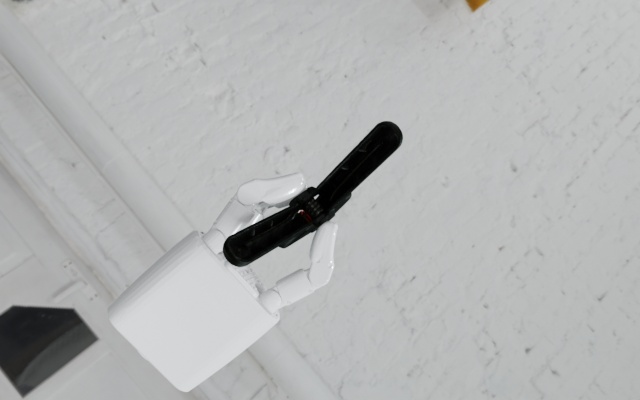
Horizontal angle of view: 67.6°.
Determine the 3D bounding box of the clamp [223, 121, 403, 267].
[{"bbox_3d":[0.000,0.002,0.445,0.164,0.036,0.210,-37,-6,-1],"label":"clamp"}]
